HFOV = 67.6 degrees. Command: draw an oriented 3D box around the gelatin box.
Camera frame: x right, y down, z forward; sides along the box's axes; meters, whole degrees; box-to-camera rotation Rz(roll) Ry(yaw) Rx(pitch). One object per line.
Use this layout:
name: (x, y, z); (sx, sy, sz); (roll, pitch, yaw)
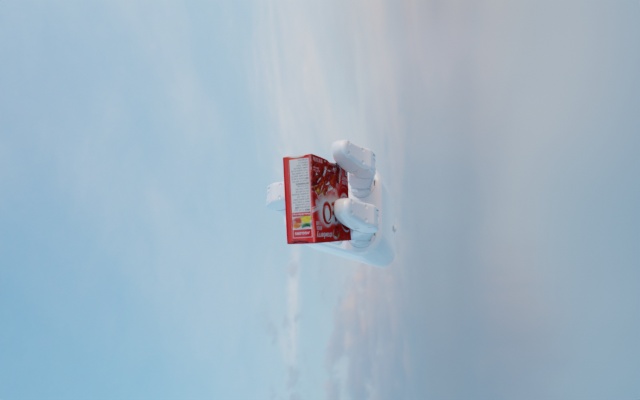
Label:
gelatin box: (0.000, 0.001, 0.425); (0.030, 0.073, 0.089); (-5, -5, 23)
